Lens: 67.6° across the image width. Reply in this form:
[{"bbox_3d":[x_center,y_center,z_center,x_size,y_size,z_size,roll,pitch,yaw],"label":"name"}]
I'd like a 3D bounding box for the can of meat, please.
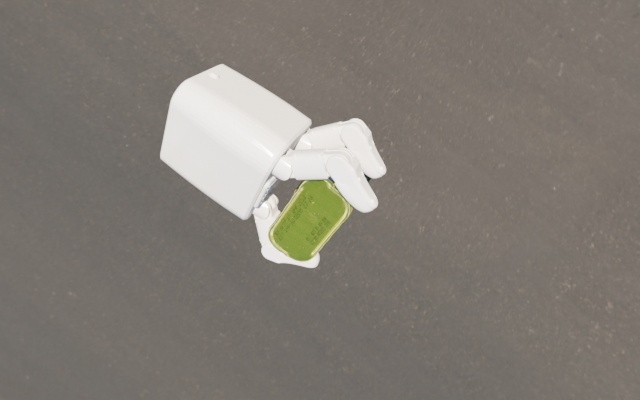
[{"bbox_3d":[0.000,0.002,0.471,0.057,0.102,0.084,36,33,-2],"label":"can of meat"}]
